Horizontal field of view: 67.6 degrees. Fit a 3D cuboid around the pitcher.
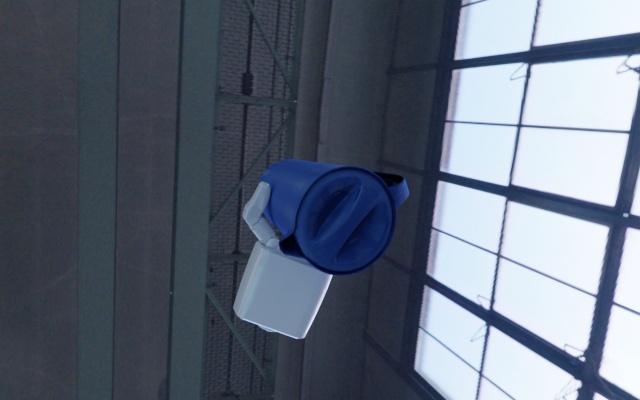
[{"bbox_3d":[0.000,0.002,0.671,0.149,0.145,0.242,21,2,-24],"label":"pitcher"}]
